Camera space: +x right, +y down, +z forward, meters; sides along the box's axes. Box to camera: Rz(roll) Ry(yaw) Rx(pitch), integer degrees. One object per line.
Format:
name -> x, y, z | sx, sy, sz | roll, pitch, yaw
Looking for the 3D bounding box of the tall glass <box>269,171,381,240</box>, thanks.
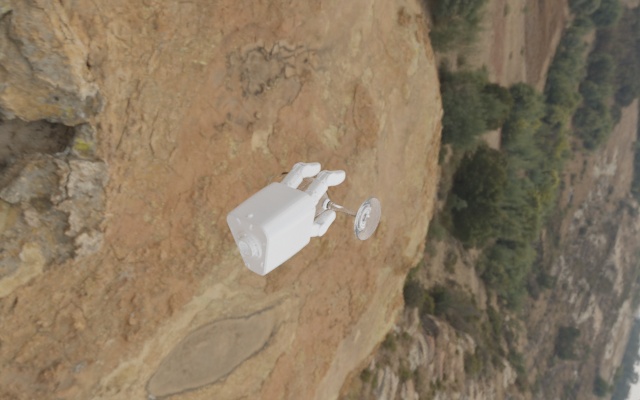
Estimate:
tall glass -> 0.001, 0.003, 0.829 | 0.201, 0.079, 0.079 | 20, 11, 35
